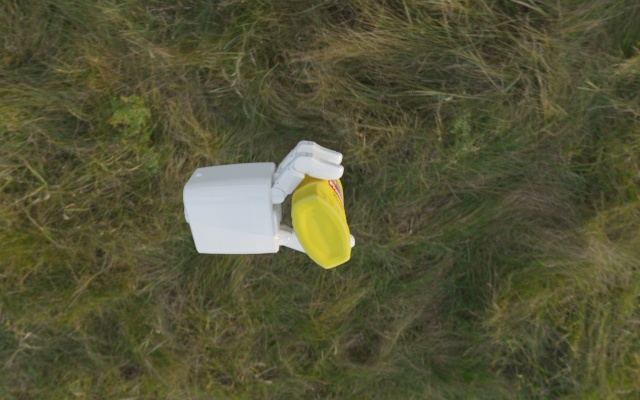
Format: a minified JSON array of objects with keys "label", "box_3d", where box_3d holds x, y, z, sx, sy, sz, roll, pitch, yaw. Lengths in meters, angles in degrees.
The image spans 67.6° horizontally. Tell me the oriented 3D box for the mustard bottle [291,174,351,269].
[{"label":"mustard bottle","box_3d":[0.000,0.002,0.622,0.058,0.096,0.191,-25,20,9]}]
